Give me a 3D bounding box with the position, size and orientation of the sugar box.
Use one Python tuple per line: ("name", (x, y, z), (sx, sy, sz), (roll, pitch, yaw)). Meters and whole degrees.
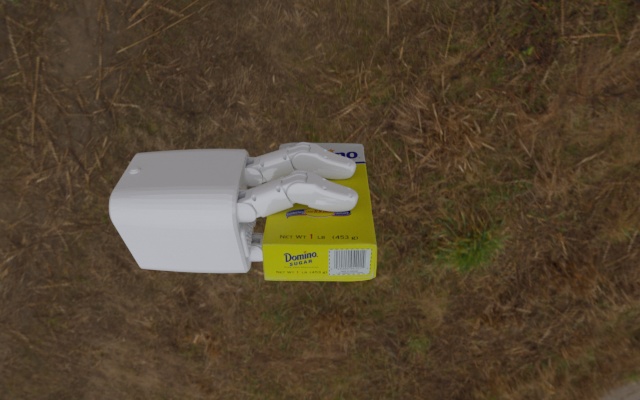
("sugar box", (0.000, 0.001, 0.453), (0.093, 0.048, 0.176), (1, 36, -1))
